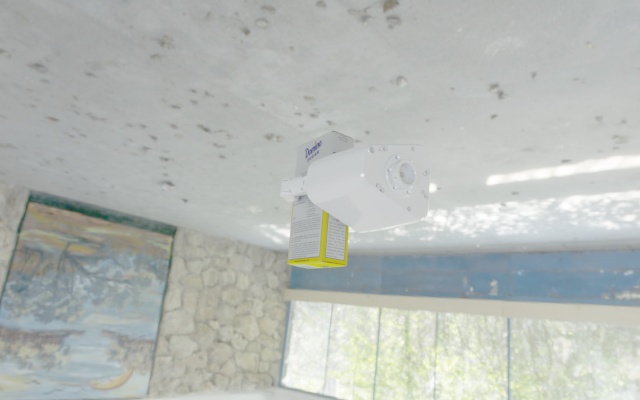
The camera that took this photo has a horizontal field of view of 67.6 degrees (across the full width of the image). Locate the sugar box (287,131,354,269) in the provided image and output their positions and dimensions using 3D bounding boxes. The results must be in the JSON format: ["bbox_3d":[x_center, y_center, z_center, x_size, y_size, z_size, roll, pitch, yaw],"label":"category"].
[{"bbox_3d":[0.001,0.002,0.656,0.048,0.176,0.093,16,-17,-32],"label":"sugar box"}]
